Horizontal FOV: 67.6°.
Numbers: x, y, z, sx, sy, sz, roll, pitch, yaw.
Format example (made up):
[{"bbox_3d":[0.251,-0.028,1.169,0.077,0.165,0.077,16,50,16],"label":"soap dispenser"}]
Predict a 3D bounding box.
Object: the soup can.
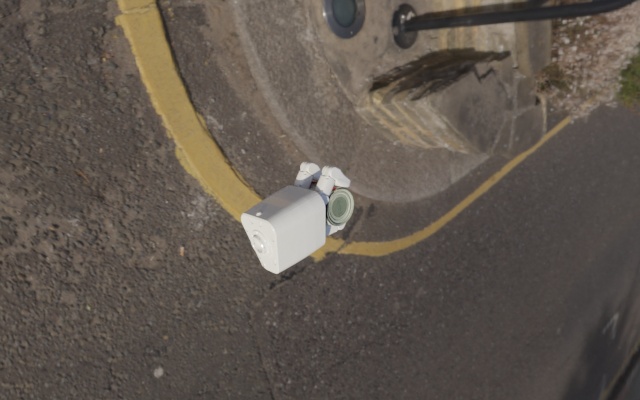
[{"bbox_3d":[0.001,0.003,0.841,0.068,0.068,0.102,0,10,-43],"label":"soup can"}]
